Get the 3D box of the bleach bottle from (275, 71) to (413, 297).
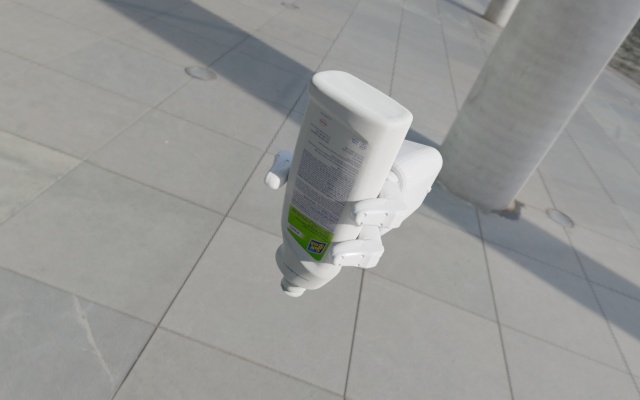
[{"bbox_3d":[0.000,0.002,0.501,0.102,0.251,0.068,37,36,21],"label":"bleach bottle"}]
